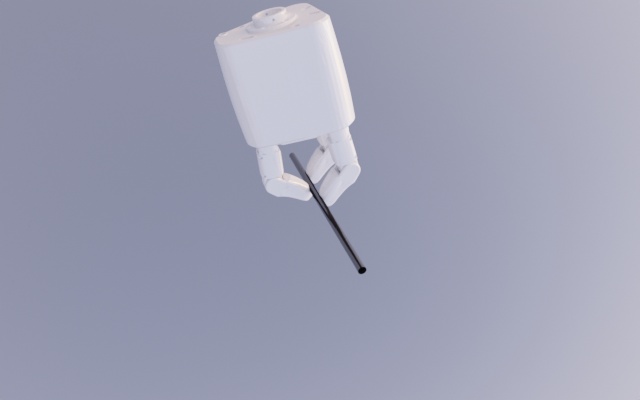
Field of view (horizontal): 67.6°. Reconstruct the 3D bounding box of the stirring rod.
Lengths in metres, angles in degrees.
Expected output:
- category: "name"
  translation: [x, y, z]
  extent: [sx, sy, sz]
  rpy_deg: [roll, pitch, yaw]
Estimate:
- category: "stirring rod"
  translation: [0.000, 0.002, 0.513]
  extent: [0.011, 0.011, 0.239]
  rpy_deg: [0, 30, -20]
